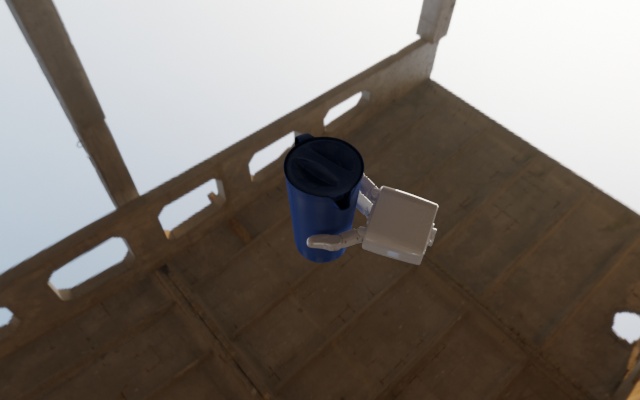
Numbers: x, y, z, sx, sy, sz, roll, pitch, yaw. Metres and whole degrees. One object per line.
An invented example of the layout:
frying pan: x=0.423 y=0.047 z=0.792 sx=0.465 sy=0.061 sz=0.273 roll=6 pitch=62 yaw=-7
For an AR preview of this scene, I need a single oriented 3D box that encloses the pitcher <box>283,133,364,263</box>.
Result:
pitcher: x=0.000 y=0.003 z=0.879 sx=0.145 sy=0.149 sz=0.243 roll=16 pitch=-36 yaw=10
